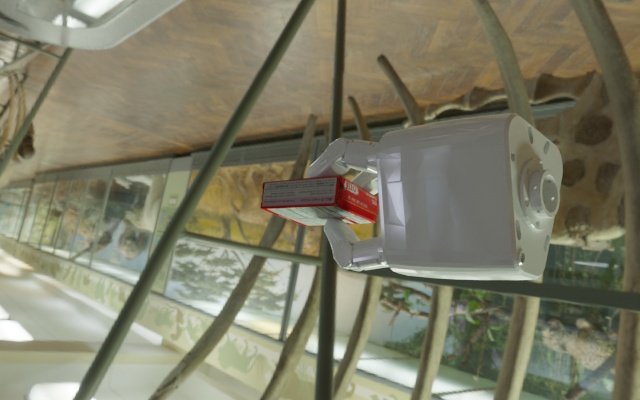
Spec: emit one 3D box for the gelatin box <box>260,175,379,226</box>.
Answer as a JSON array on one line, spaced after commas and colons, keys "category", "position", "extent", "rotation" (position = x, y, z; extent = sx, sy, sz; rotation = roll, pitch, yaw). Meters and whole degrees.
[{"category": "gelatin box", "position": [0.000, 0.002, 0.455], "extent": [0.089, 0.030, 0.073], "rotation": [-4, -17, 33]}]
